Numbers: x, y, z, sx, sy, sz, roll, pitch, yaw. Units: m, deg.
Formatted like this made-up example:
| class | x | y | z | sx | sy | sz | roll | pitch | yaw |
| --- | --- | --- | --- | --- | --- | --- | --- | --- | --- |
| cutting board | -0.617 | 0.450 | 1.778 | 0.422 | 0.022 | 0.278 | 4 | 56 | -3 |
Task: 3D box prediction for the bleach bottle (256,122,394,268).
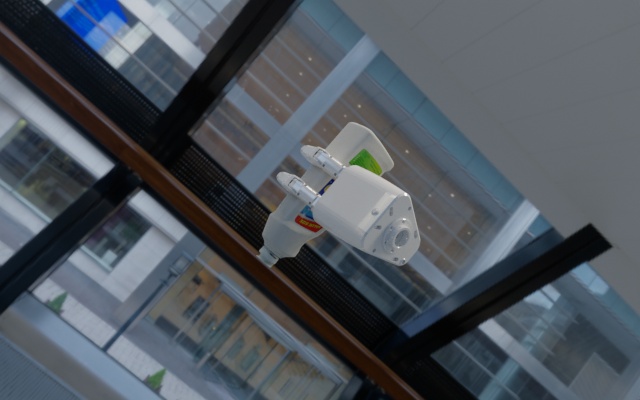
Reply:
| class | x | y | z | sx | sy | sz | roll | pitch | yaw |
| --- | --- | --- | --- | --- | --- | --- | --- | --- | --- |
| bleach bottle | 0.000 | 0.002 | 0.736 | 0.068 | 0.251 | 0.103 | 33 | -11 | 47 |
